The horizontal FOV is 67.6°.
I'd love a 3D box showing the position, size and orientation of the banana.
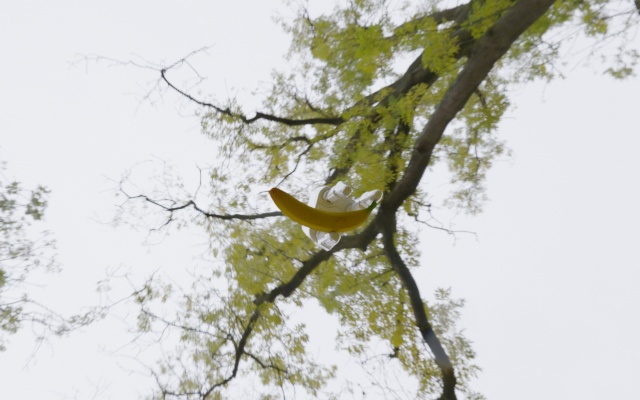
[{"bbox_3d":[0.001,0.022,0.861,0.198,0.069,0.037,7,4,-12],"label":"banana"}]
